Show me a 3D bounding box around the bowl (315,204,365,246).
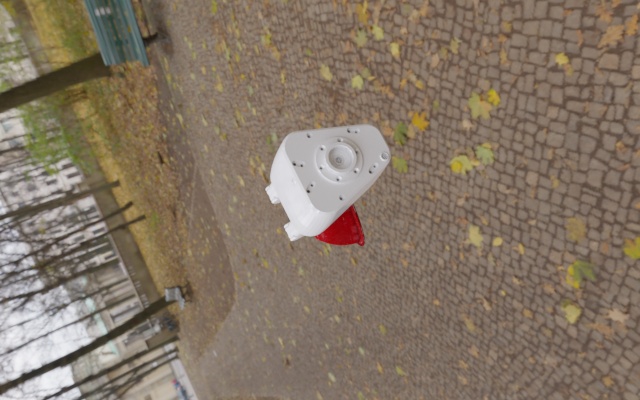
[{"bbox_3d":[0.000,0.003,0.665,0.055,0.162,0.162,-26,3,-6],"label":"bowl"}]
